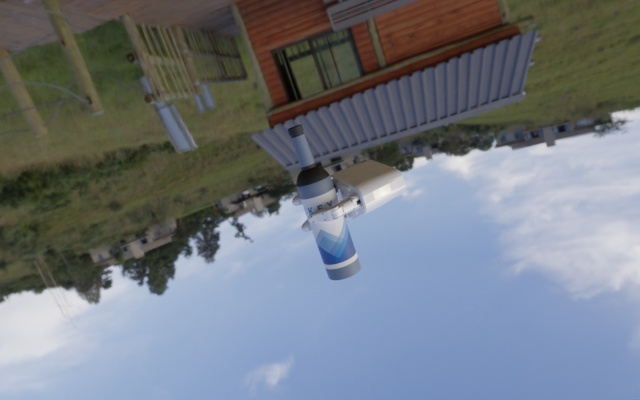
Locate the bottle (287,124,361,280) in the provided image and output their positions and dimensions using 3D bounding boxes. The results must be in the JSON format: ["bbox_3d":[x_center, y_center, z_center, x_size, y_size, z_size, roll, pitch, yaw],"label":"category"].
[{"bbox_3d":[0.000,0.003,0.891,0.069,0.296,0.069,-18,12,4],"label":"bottle"}]
